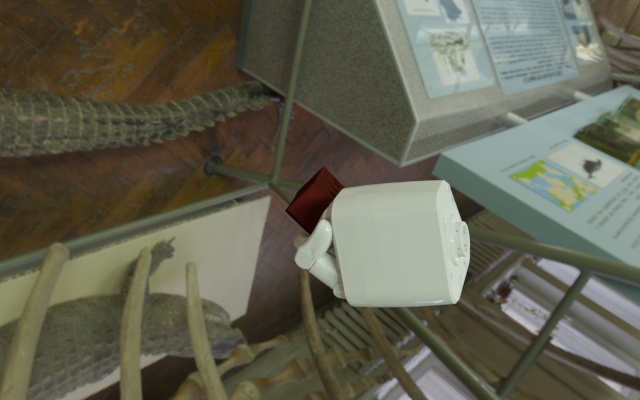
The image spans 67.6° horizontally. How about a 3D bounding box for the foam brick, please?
[{"bbox_3d":[0.000,0.002,0.570,0.051,0.053,0.078,-44,7,18],"label":"foam brick"}]
